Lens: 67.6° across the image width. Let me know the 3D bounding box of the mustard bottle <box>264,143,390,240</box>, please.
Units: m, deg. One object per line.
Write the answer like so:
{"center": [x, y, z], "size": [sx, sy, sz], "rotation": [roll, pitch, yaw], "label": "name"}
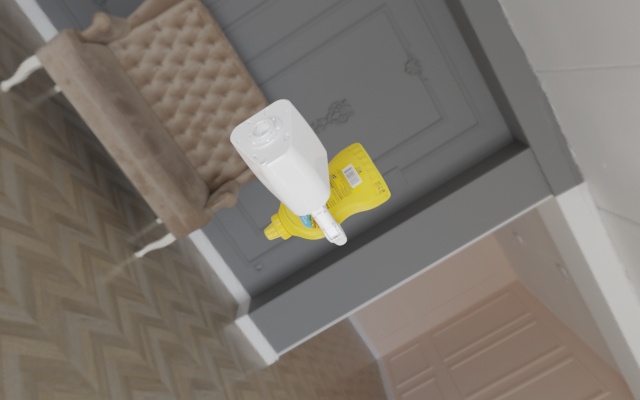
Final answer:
{"center": [0.000, 0.002, 0.710], "size": [0.191, 0.096, 0.058], "rotation": [-32, -19, 6], "label": "mustard bottle"}
